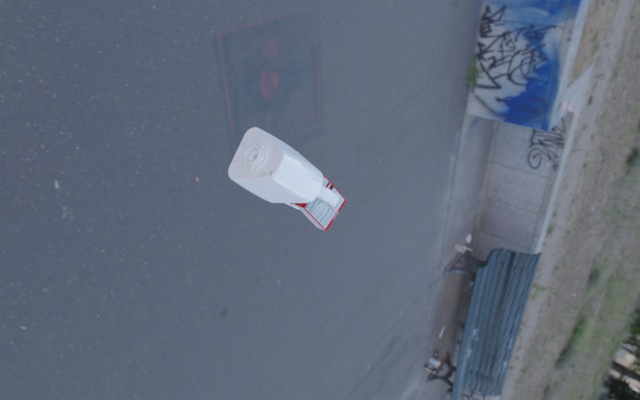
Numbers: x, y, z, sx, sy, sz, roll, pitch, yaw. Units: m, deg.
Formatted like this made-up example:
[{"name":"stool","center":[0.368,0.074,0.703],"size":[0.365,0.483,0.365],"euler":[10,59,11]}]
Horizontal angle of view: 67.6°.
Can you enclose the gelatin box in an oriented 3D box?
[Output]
[{"name":"gelatin box","center":[0.001,0.003,0.885],"size":[0.030,0.073,0.089],"euler":[19,-20,44]}]
